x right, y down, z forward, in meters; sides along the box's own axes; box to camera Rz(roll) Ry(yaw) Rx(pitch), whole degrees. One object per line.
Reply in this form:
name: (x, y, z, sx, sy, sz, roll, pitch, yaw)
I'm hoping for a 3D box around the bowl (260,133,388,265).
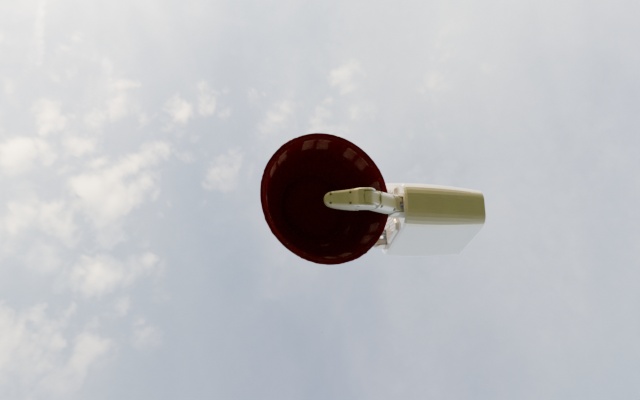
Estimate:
bowl: (-0.001, 0.002, 0.587, 0.162, 0.162, 0.055, 0, -14, -19)
